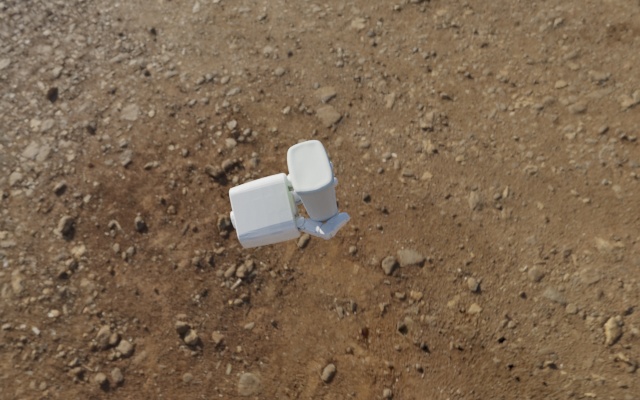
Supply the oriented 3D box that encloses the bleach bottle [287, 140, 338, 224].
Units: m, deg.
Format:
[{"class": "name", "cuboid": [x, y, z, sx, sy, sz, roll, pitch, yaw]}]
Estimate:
[{"class": "bleach bottle", "cuboid": [0.000, 0.003, 0.859, 0.068, 0.102, 0.251, -15, -30, 1]}]
